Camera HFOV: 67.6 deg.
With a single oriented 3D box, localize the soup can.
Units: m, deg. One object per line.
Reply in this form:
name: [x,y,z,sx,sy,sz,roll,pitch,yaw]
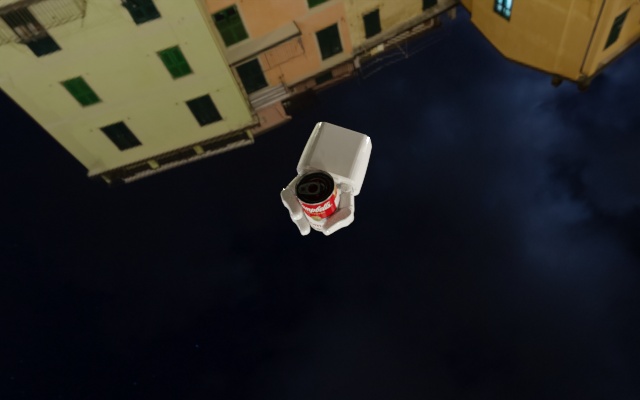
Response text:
soup can: [0.000,0.003,0.827,0.068,0.068,0.102,0,-31,13]
